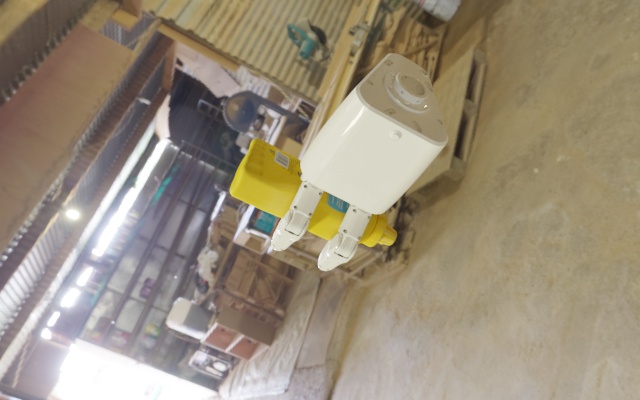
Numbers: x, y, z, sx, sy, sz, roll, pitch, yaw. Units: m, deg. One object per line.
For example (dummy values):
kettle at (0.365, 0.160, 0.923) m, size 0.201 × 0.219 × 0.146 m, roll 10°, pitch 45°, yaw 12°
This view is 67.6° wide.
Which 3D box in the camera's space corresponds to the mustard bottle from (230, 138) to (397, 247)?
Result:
mustard bottle at (0.000, 0.002, 0.527) m, size 0.191 × 0.058 × 0.096 m, roll 26°, pitch 22°, yaw -12°
